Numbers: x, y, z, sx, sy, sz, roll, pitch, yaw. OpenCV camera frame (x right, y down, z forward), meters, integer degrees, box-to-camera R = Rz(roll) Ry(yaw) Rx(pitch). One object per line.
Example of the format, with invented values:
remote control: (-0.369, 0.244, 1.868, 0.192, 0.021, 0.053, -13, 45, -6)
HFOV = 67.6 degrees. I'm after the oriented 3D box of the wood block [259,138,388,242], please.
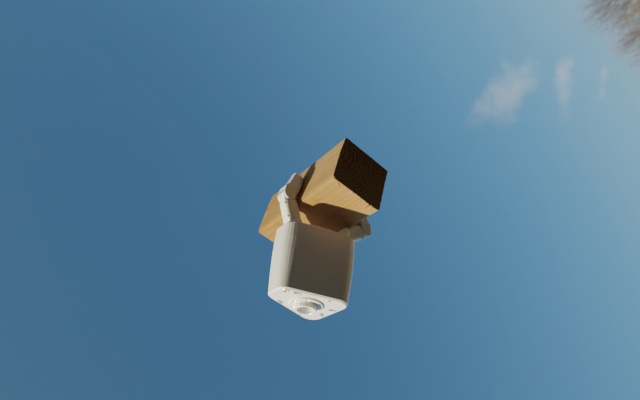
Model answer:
wood block: (0.000, 0.003, 0.773, 0.091, 0.090, 0.206, 36, -44, -20)
